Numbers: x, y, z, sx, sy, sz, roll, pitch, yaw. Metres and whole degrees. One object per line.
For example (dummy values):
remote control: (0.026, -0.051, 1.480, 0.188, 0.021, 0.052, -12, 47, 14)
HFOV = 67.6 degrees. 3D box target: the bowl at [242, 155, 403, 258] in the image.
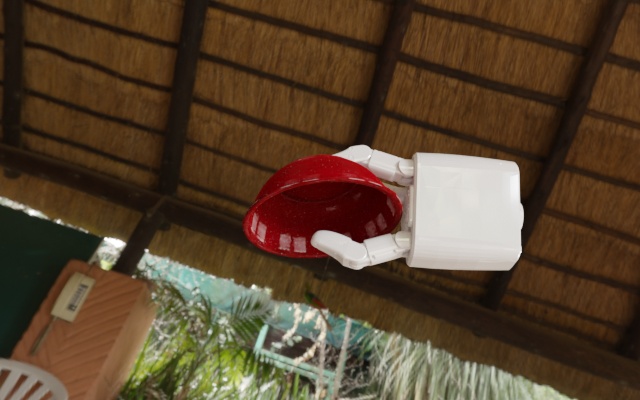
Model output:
bowl: (-0.001, 0.001, 0.494, 0.162, 0.055, 0.162, -6, -31, -3)
